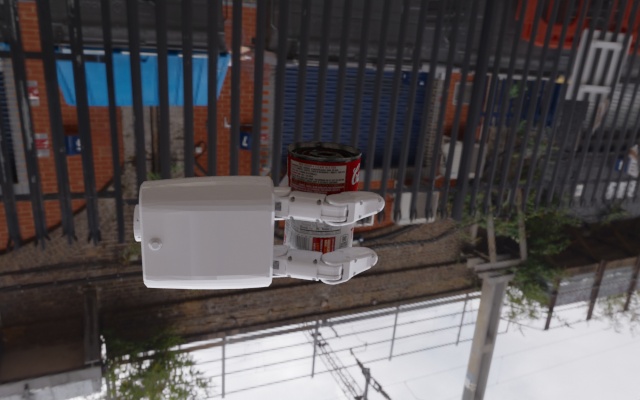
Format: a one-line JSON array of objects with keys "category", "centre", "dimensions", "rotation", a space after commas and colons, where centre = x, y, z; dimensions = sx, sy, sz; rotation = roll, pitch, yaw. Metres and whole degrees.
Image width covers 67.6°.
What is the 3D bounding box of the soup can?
[{"category": "soup can", "centre": [0.001, 0.002, 0.448], "dimensions": [0.068, 0.102, 0.068], "rotation": [4, 19, -1]}]
